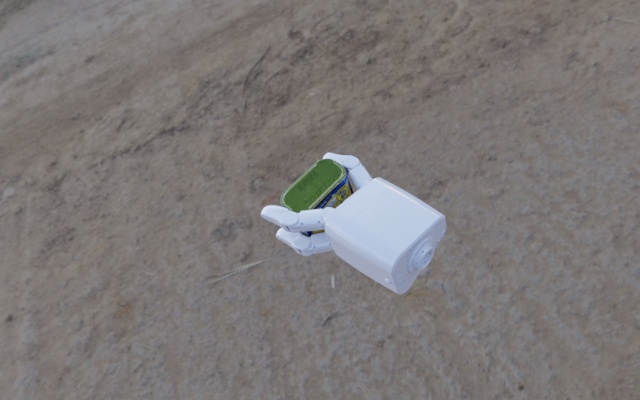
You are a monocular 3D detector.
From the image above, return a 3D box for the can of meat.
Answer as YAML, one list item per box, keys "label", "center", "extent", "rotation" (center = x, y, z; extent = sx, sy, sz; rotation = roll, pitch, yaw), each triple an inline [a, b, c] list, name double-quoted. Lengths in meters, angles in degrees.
- label: "can of meat"
  center: [0.000, 0.002, 0.667]
  extent: [0.057, 0.102, 0.084]
  rotation: [36, -16, 33]
